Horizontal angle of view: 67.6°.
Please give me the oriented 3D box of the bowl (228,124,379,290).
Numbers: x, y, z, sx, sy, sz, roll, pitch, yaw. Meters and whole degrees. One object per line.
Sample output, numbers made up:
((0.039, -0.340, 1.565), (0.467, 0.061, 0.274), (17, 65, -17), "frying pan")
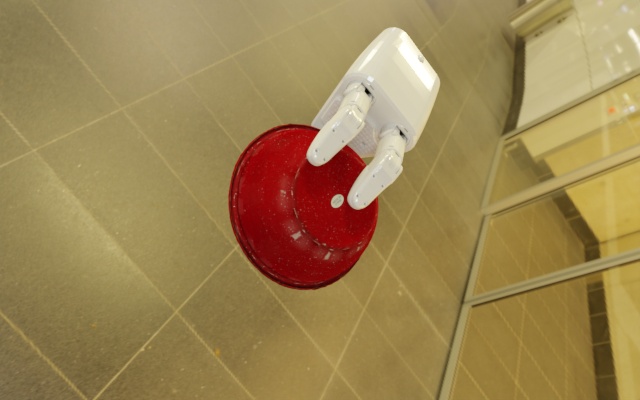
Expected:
((0.000, 0.003, 0.441), (0.162, 0.162, 0.055), (0, -7, -34), "bowl")
